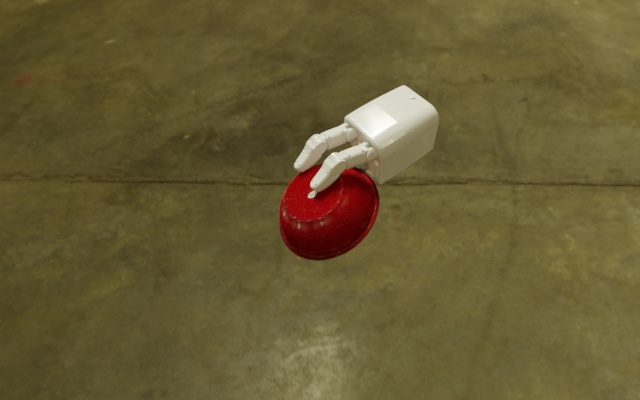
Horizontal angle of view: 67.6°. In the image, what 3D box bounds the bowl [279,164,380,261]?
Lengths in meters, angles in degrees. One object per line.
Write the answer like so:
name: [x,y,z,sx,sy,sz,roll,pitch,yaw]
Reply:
bowl: [-0.001,0.003,0.688,0.162,0.162,0.055,0,-30,28]
